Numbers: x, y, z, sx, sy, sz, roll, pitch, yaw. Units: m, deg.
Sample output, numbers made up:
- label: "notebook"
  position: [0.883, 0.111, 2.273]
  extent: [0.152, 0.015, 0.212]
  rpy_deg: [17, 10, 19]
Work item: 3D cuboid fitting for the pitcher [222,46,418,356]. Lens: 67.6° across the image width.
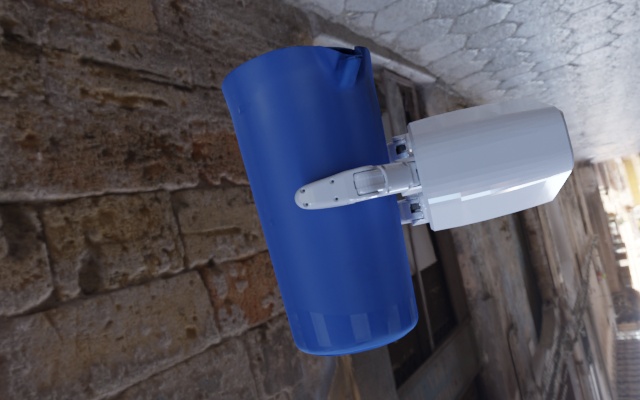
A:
- label: "pitcher"
  position: [0.000, 0.001, 0.423]
  extent: [0.145, 0.243, 0.149]
  rpy_deg: [-13, -3, 12]
